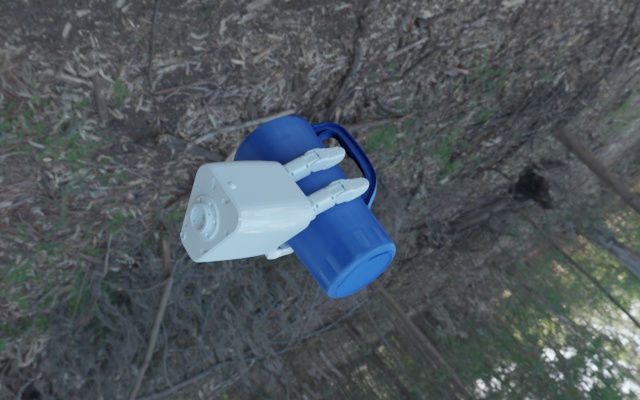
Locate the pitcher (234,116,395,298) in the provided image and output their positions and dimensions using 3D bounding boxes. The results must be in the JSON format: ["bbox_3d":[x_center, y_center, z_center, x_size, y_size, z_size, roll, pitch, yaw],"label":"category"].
[{"bbox_3d":[0.000,0.002,0.659,0.145,0.242,0.149,-2,-42,-50],"label":"pitcher"}]
